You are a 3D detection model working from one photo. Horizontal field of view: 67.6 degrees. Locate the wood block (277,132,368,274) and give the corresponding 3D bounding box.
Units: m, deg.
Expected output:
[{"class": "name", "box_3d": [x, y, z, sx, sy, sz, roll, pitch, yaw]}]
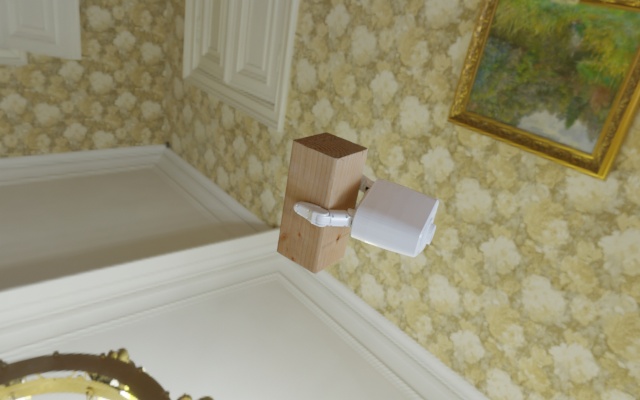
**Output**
[{"class": "wood block", "box_3d": [0.000, 0.003, 0.795, 0.090, 0.206, 0.091, 26, 29, 30]}]
